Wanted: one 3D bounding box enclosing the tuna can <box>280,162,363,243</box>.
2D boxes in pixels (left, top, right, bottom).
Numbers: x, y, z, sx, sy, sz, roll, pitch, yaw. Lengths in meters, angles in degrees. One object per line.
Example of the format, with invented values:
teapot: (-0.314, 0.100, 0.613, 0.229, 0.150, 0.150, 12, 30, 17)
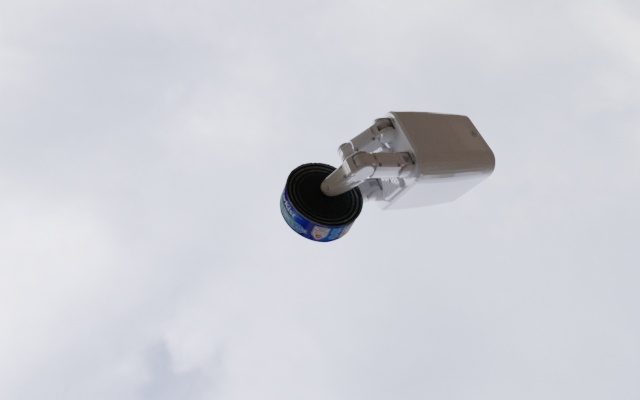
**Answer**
tuna can: (0.000, 0.002, 0.513, 0.086, 0.086, 0.034, 0, -37, -23)
